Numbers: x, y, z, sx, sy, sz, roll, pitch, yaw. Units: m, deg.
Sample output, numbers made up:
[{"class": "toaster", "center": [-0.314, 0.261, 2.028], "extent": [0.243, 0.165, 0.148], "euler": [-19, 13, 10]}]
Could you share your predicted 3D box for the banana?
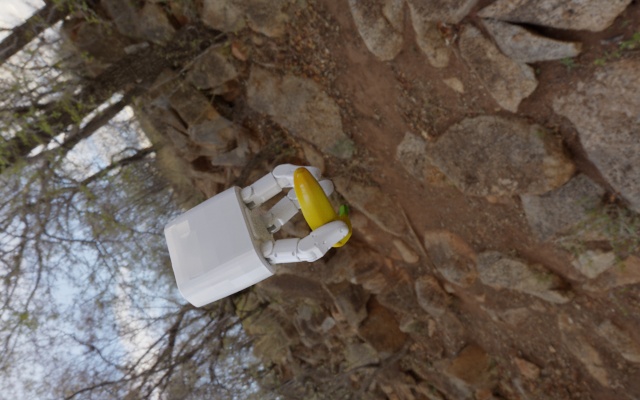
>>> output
[{"class": "banana", "center": [0.007, 0.020, 0.587], "extent": [0.037, 0.069, 0.198], "euler": [-22, -19, 9]}]
